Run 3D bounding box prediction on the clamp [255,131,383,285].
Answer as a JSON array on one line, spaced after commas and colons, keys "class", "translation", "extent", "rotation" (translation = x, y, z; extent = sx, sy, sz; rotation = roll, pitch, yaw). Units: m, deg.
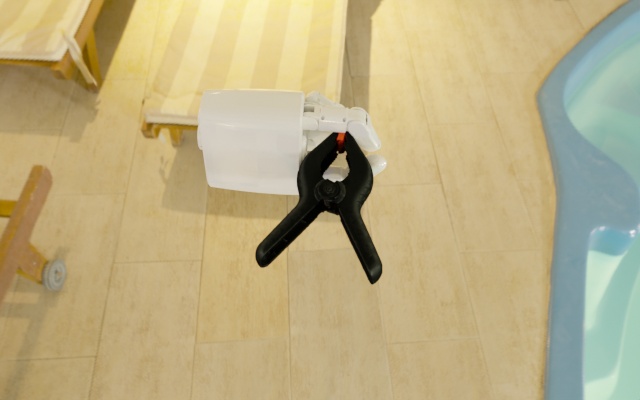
[{"class": "clamp", "translation": [0.000, 0.001, 0.480], "extent": [0.120, 0.171, 0.039], "rotation": [3, -32, 0]}]
